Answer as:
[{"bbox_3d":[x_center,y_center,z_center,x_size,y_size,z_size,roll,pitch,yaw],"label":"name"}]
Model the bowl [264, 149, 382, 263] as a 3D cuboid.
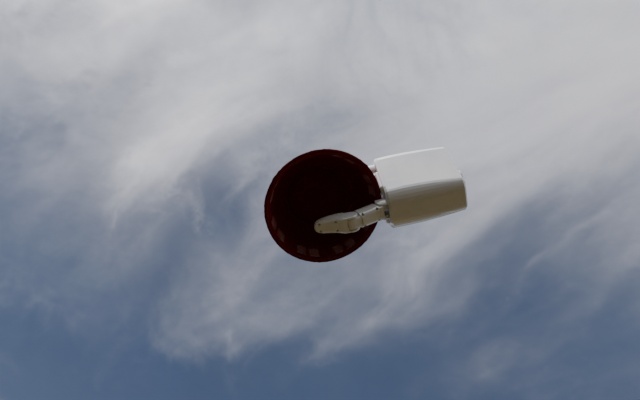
[{"bbox_3d":[-0.001,0.002,0.664,0.162,0.162,0.055,0,19,-12],"label":"bowl"}]
